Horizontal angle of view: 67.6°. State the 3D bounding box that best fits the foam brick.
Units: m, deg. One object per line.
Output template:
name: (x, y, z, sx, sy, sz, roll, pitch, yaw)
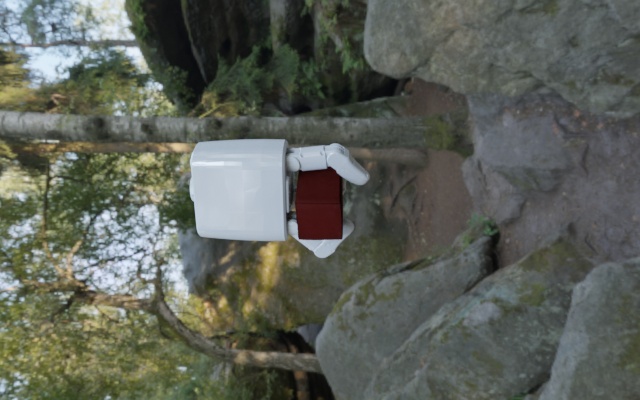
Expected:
foam brick: (0.000, 0.002, 0.546, 0.051, 0.053, 0.078, 0, 35, 2)
